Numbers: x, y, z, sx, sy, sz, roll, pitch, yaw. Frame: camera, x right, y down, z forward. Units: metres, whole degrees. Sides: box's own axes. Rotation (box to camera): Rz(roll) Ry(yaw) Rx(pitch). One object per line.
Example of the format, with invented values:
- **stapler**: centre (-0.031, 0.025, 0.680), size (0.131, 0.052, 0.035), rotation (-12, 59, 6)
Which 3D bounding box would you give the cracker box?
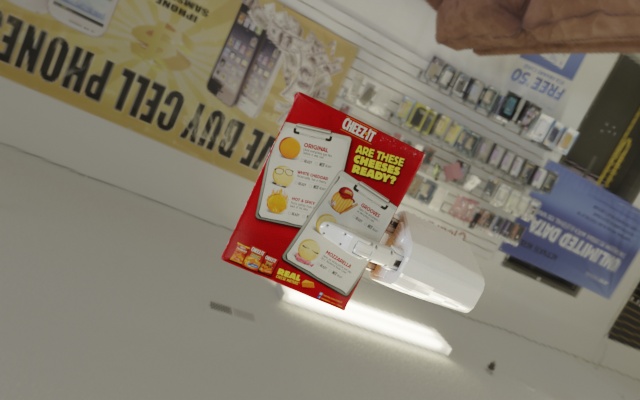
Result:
- **cracker box**: centre (0.000, 0.002, 0.578), size (0.164, 0.214, 0.072), rotation (24, 9, -10)
